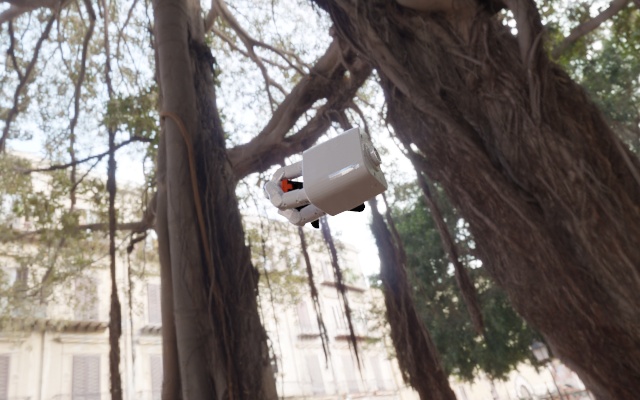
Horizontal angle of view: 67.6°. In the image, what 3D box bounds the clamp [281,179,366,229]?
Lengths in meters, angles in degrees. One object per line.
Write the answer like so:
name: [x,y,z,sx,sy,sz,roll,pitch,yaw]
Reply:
clamp: [0.000,0.002,0.848,0.120,0.039,0.171,-24,-30,21]
